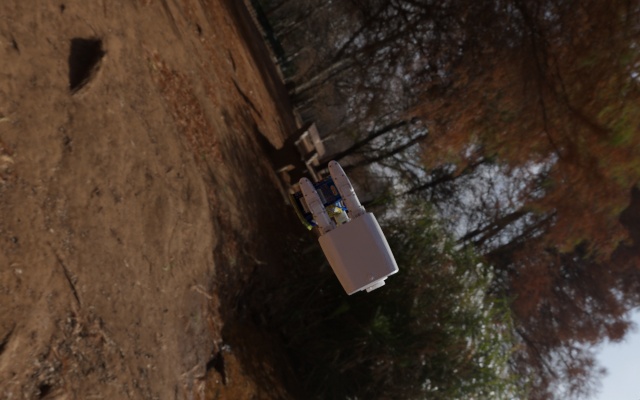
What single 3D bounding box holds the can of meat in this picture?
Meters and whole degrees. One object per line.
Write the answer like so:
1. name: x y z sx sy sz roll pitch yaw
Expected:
1. can of meat: 0.000 0.003 0.830 0.084 0.057 0.102 -27 -15 2
